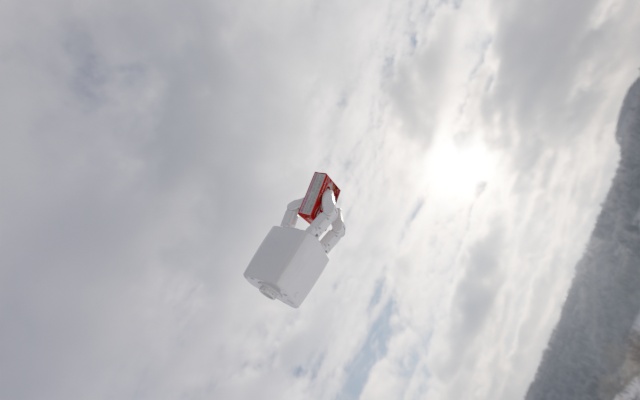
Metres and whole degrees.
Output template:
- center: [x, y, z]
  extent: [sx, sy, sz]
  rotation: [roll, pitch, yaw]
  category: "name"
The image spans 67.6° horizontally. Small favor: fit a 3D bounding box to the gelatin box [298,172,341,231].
- center: [0.000, 0.002, 0.875]
  extent: [0.030, 0.089, 0.073]
  rotation: [11, -18, 29]
  category: "gelatin box"
